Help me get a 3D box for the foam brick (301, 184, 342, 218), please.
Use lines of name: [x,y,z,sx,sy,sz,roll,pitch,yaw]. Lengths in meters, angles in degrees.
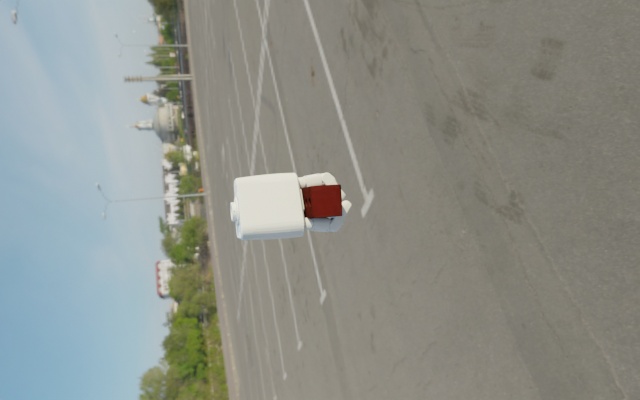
foam brick: [0.000,0.003,0.800,0.051,0.053,0.078,-3,-2,-16]
